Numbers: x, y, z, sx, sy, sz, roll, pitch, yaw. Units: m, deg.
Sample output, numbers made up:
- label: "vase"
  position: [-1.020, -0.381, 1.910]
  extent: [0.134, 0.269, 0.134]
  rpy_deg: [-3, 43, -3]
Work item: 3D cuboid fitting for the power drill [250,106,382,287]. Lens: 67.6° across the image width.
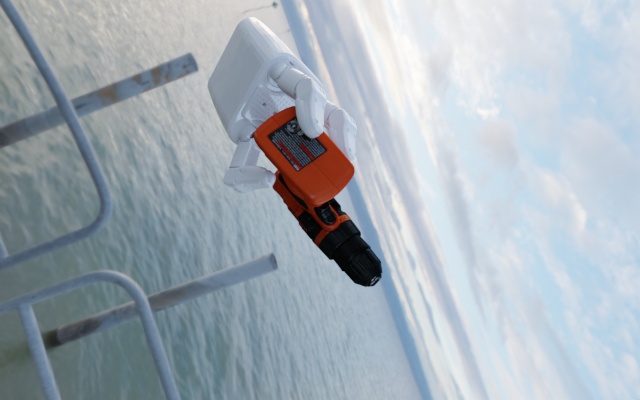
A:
- label: "power drill"
  position: [0.000, 0.001, 0.508]
  extent: [0.057, 0.184, 0.188]
  rpy_deg: [-38, -22, -12]
